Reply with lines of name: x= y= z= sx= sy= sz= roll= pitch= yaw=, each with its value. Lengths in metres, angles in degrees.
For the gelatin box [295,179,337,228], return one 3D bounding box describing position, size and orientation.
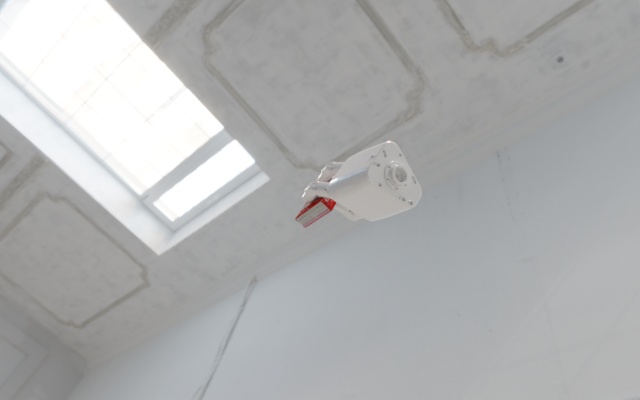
gelatin box: x=0.000 y=0.003 z=0.886 sx=0.089 sy=0.030 sz=0.073 roll=-36 pitch=16 yaw=46
